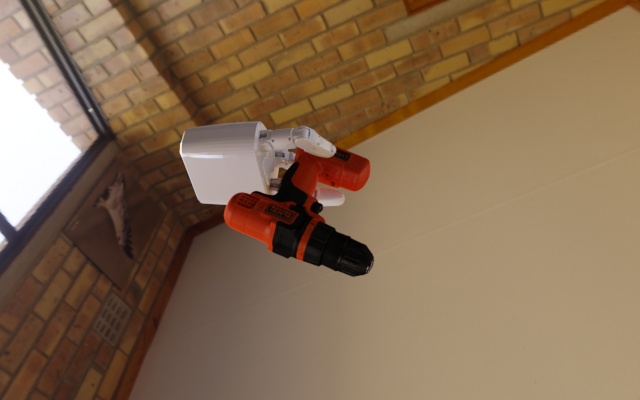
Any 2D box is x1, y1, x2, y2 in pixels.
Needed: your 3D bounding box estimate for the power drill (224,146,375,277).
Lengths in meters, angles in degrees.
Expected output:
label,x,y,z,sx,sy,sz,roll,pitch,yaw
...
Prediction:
label,x,y,z,sx,sy,sz,roll,pitch,yaw
power drill,0.000,0.002,0.602,0.184,0.057,0.187,23,40,10
